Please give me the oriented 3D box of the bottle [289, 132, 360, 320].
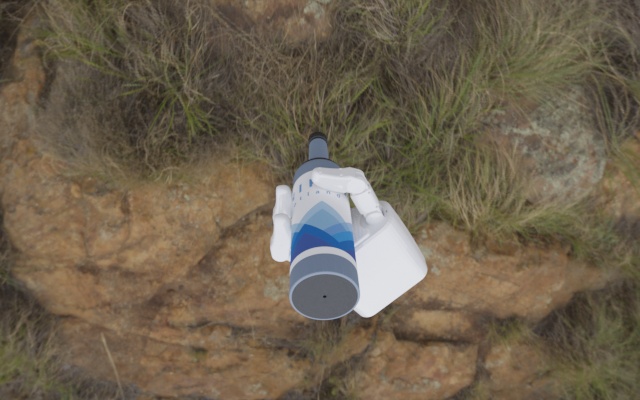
[{"bbox_3d":[0.000,0.002,0.560,0.069,0.069,0.295,0,37,-2],"label":"bottle"}]
